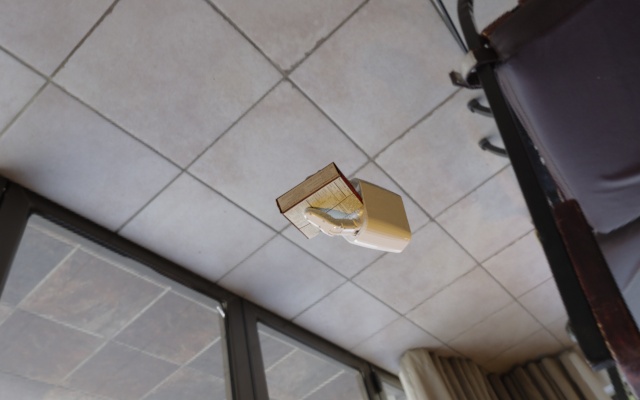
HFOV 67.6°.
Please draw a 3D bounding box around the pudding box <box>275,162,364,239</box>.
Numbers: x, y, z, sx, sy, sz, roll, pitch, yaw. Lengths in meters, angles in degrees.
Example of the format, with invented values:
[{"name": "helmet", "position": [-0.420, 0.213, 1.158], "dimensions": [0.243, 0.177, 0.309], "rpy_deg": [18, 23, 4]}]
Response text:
[{"name": "pudding box", "position": [0.000, 0.003, 0.757], "dimensions": [0.113, 0.039, 0.090], "rpy_deg": [-34, -45, 8]}]
